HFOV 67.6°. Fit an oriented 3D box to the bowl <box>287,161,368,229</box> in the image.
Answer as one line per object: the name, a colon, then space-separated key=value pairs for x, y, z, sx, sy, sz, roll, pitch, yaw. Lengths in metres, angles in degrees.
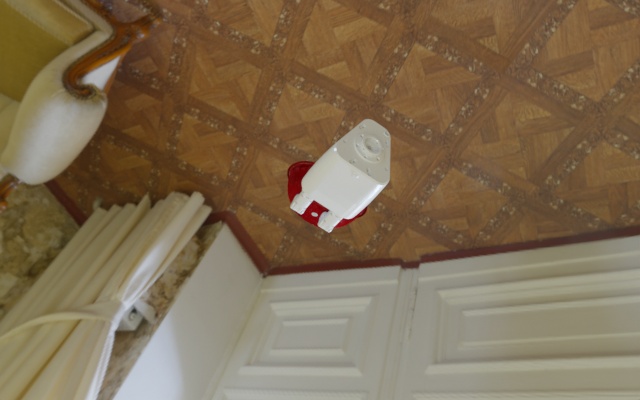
bowl: x=0.000 y=0.004 z=0.854 sx=0.162 sy=0.055 sz=0.162 roll=23 pitch=-27 yaw=13
